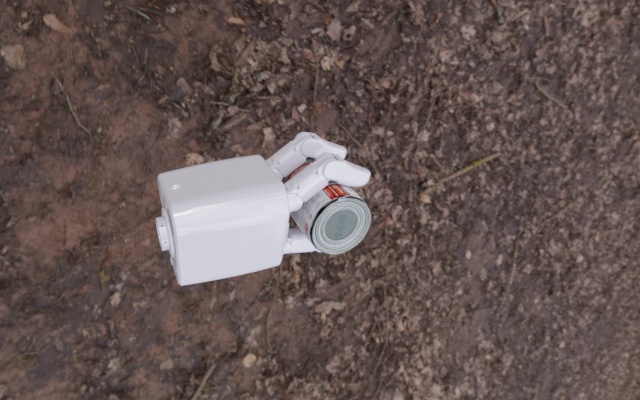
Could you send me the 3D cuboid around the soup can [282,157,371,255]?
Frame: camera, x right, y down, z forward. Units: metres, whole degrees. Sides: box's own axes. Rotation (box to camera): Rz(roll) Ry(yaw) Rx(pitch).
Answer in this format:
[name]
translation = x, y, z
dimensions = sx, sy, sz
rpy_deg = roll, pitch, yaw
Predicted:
[soup can]
translation = 0.001, 0.002, 0.504
dimensions = 0.068, 0.068, 0.102
rpy_deg = 0, 29, -28
